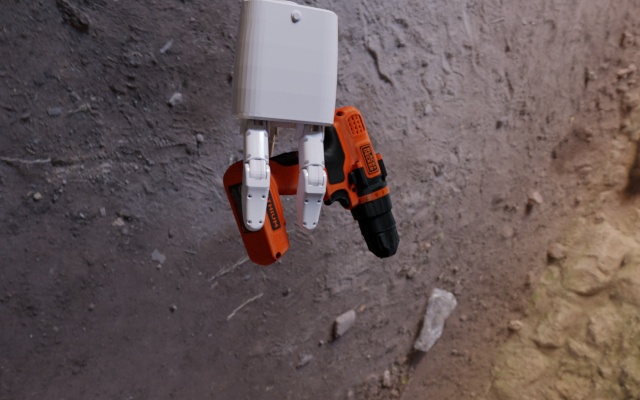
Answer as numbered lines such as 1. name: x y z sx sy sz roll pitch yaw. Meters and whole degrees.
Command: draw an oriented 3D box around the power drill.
1. power drill: 0.000 0.002 0.522 0.187 0.184 0.057 -23 5 -38
